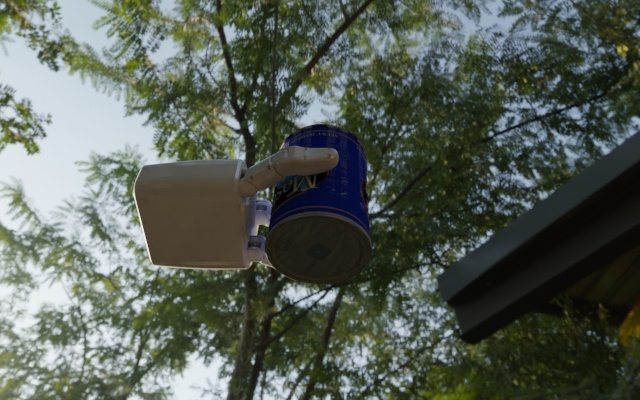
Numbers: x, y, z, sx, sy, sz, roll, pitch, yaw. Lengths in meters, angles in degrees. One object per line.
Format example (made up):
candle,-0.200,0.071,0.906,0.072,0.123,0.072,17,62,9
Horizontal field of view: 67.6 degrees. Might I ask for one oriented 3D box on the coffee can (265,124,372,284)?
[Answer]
coffee can,0.000,0.002,0.505,0.103,0.103,0.140,1,45,1
